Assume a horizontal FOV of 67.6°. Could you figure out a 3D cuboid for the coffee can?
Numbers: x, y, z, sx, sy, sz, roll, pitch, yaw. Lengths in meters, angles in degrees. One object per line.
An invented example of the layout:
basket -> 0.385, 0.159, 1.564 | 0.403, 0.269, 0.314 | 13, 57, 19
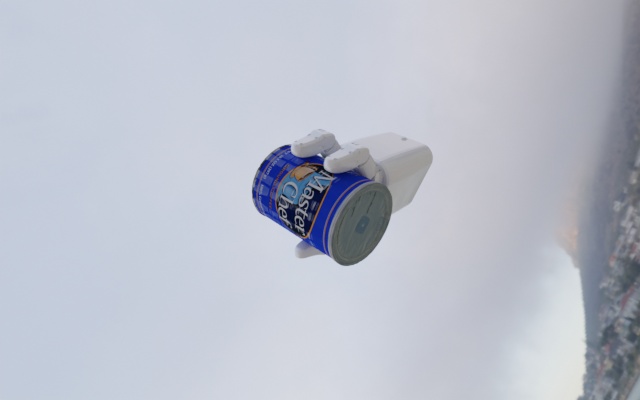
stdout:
coffee can -> 0.000, 0.002, 0.576 | 0.140, 0.103, 0.103 | 29, 18, 37
